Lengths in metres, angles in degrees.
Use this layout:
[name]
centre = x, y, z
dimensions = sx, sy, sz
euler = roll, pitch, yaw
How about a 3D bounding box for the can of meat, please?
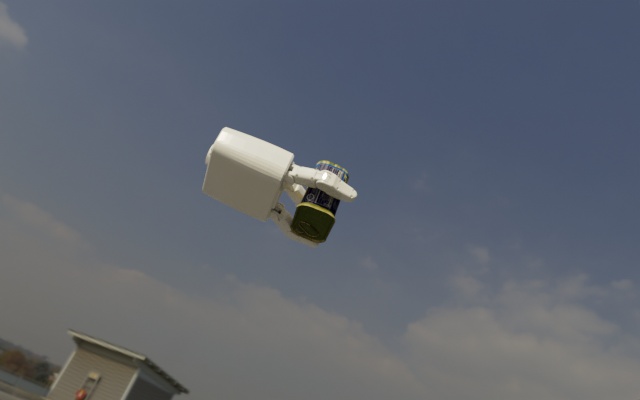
[can of meat]
centre = 0.000, 0.002, 0.710
dimensions = 0.057, 0.084, 0.102
euler = 21, -30, 0
